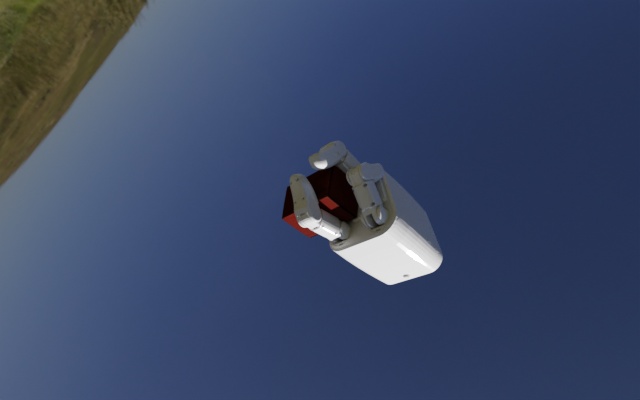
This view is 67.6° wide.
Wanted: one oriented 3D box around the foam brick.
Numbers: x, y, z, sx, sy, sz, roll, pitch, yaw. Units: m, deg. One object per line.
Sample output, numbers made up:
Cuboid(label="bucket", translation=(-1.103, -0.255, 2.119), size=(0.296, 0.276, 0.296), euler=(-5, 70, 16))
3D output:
Cuboid(label="foam brick", translation=(0.000, 0.002, 0.575), size=(0.078, 0.053, 0.051), euler=(-25, -48, 36))
